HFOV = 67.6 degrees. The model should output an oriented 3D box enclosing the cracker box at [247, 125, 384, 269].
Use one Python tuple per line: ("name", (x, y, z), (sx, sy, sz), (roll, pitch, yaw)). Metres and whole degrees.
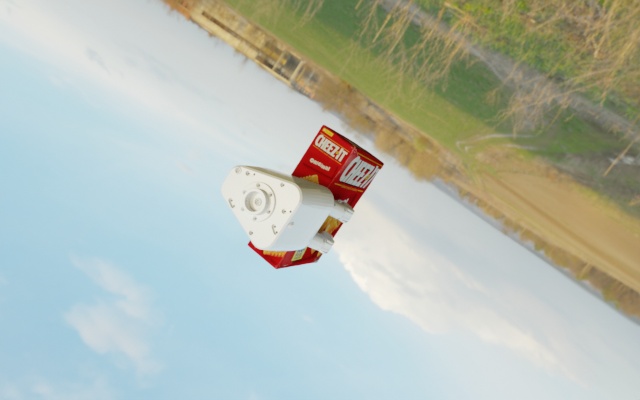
("cracker box", (0.000, 0.003, 0.758), (0.072, 0.214, 0.164), (37, 10, 20))
